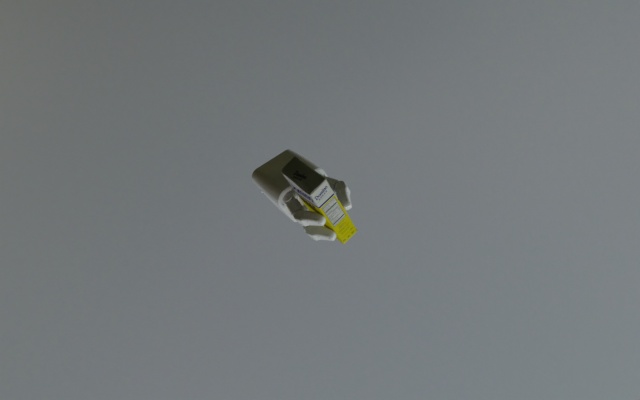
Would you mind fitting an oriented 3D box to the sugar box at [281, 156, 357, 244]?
[{"bbox_3d":[0.000,0.003,0.878,0.093,0.048,0.176,39,-9,40],"label":"sugar box"}]
